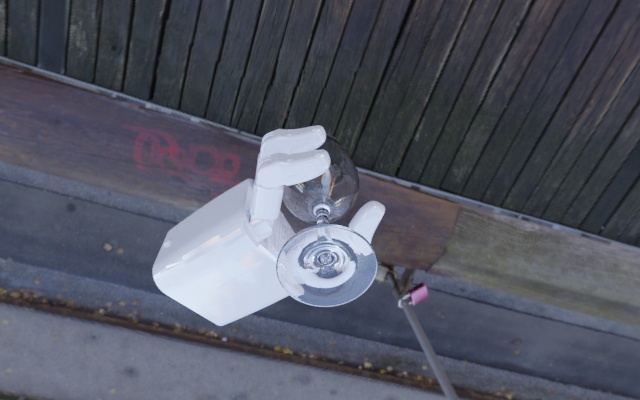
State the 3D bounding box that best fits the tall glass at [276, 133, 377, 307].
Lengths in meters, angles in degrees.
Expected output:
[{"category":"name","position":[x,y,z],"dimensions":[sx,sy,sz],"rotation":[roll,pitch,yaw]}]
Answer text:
[{"category":"tall glass","position":[0.000,0.002,0.434],"dimensions":[0.079,0.079,0.201],"rotation":[0,29,-3]}]
